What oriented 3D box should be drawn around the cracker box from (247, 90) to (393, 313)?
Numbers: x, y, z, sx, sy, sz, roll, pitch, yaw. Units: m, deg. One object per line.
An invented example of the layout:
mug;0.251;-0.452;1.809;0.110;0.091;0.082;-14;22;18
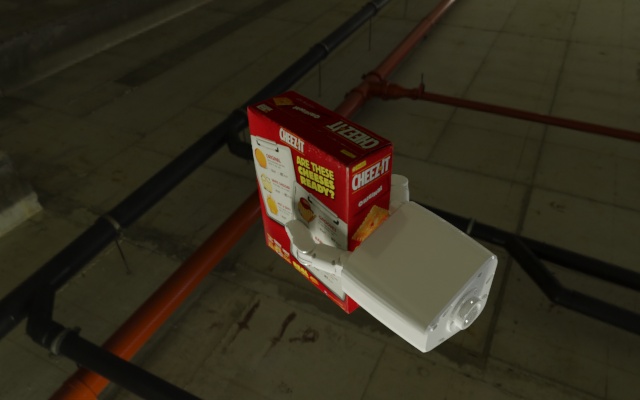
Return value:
cracker box;0.000;0.002;0.555;0.072;0.214;0.164;-30;47;-30
